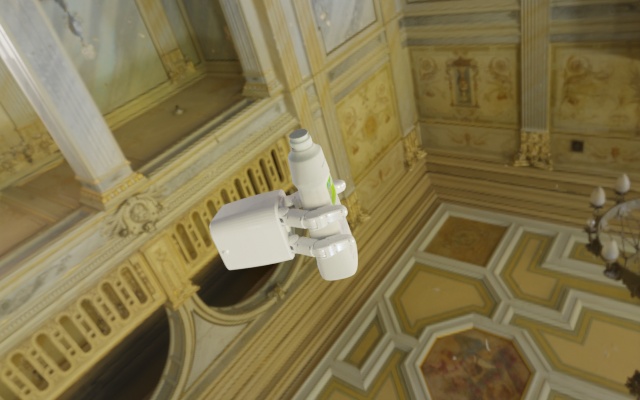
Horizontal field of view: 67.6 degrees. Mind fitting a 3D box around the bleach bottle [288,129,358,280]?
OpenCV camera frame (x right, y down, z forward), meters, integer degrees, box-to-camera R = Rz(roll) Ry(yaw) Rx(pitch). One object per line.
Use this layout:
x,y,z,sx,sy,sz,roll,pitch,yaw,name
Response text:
0.000,0.003,0.738,0.068,0.251,0.102,-12,34,7,bleach bottle
